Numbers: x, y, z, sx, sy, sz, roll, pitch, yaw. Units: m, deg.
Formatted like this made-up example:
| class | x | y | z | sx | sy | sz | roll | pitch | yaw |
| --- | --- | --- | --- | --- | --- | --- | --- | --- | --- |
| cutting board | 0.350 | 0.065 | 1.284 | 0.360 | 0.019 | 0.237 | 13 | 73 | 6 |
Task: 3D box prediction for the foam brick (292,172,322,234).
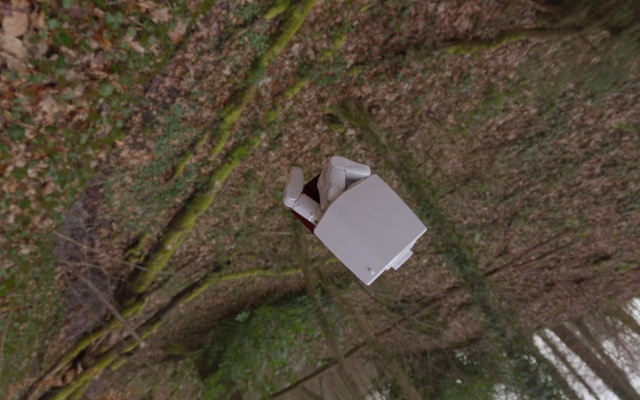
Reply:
| class | x | y | z | sx | sy | sz | roll | pitch | yaw |
| --- | --- | --- | --- | --- | --- | --- | --- | --- | --- |
| foam brick | 0.000 | 0.002 | 0.703 | 0.053 | 0.051 | 0.078 | -39 | -12 | -33 |
